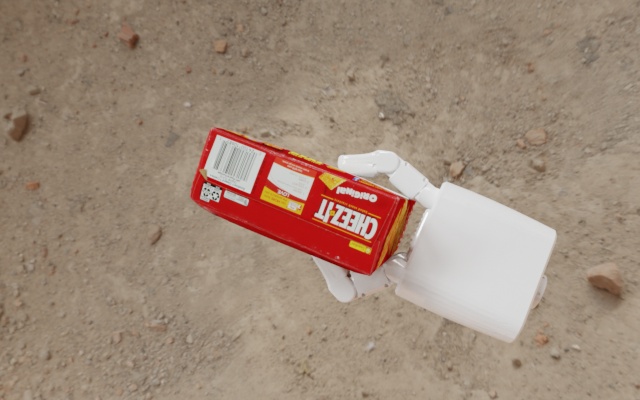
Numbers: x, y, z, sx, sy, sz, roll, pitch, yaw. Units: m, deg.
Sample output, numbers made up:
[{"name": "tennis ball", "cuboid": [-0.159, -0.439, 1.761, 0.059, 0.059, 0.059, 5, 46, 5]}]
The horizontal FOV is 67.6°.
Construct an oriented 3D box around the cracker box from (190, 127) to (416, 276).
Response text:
[{"name": "cracker box", "cuboid": [0.000, 0.001, 0.465, 0.164, 0.072, 0.214, 21, 4, 13]}]
